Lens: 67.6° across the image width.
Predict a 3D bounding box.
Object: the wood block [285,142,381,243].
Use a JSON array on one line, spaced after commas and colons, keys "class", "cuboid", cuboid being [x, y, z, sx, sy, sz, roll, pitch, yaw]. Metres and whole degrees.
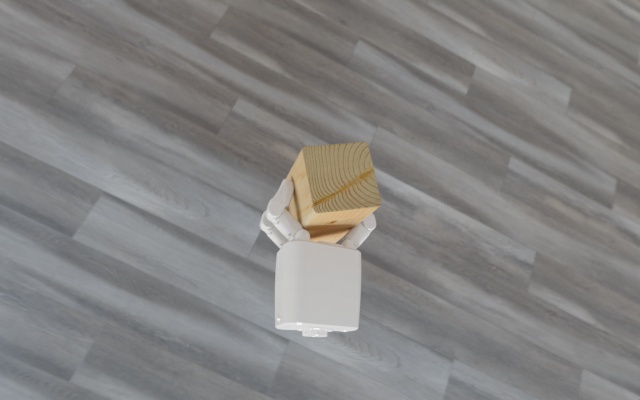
[{"class": "wood block", "cuboid": [0.001, 0.003, 0.682, 0.091, 0.090, 0.206, -6, -16, -18]}]
